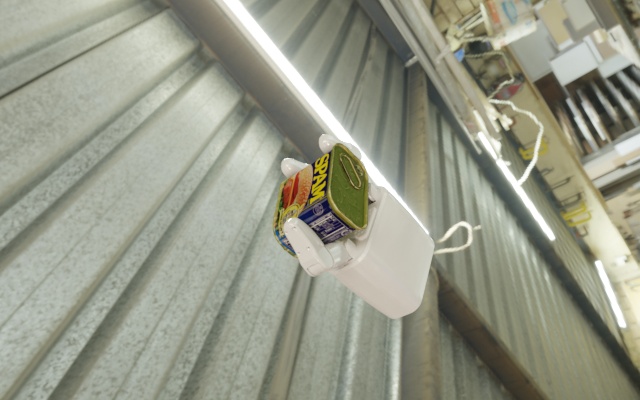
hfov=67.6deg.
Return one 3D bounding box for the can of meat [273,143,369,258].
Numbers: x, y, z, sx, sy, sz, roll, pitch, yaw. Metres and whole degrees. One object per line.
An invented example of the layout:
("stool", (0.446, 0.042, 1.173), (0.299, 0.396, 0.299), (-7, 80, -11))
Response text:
("can of meat", (0.000, 0.002, 0.499), (0.084, 0.102, 0.057), (-31, -57, 30))
